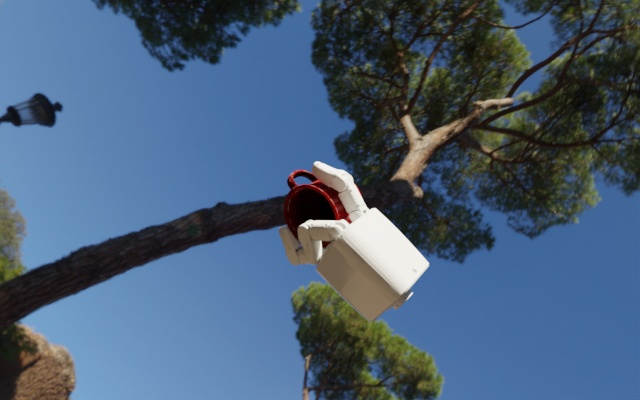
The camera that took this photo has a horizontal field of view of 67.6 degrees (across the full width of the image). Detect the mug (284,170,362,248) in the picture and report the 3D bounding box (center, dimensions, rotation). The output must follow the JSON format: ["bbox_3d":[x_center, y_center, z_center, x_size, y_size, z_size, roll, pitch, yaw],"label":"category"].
[{"bbox_3d":[-0.001,0.001,0.688,0.081,0.117,0.093,-29,-18,-51],"label":"mug"}]
